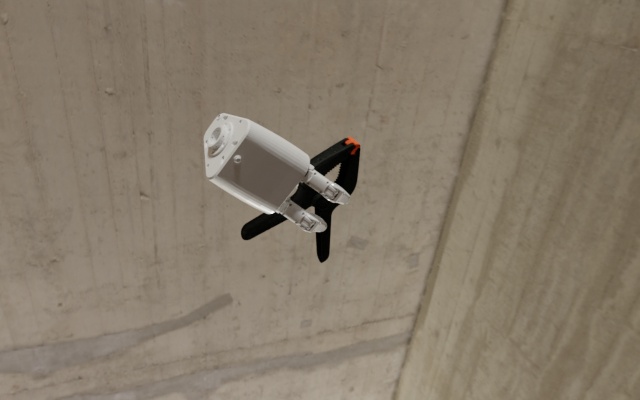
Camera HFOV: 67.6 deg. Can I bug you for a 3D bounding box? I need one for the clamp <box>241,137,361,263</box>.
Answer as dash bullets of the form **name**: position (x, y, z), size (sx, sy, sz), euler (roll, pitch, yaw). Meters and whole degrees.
- **clamp**: position (0.000, 0.001, 0.722), size (0.165, 0.210, 0.036), euler (30, 13, -40)
